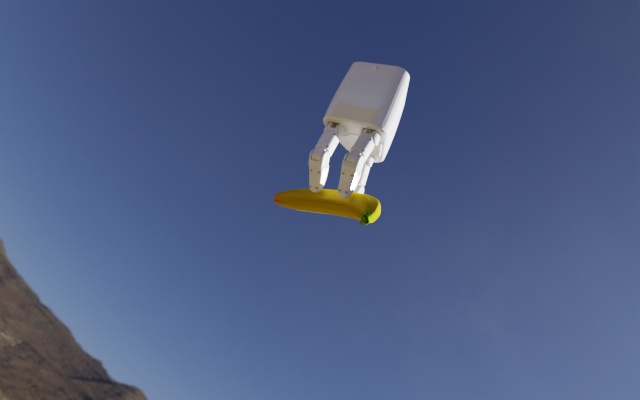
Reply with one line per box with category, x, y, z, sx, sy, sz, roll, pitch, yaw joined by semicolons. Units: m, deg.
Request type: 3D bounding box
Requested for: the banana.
banana;0.016;0.003;0.660;0.069;0.037;0.198;4;3;-41
